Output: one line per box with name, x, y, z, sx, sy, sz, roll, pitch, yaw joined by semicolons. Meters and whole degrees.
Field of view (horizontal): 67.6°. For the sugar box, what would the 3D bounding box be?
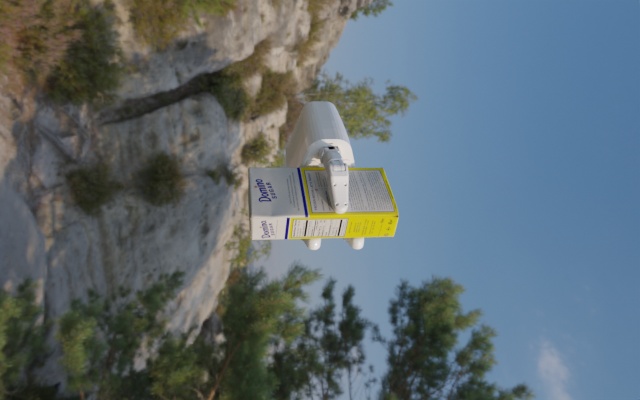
sugar box;0.000;0.002;0.589;0.176;0.048;0.093;-2;42;-8
